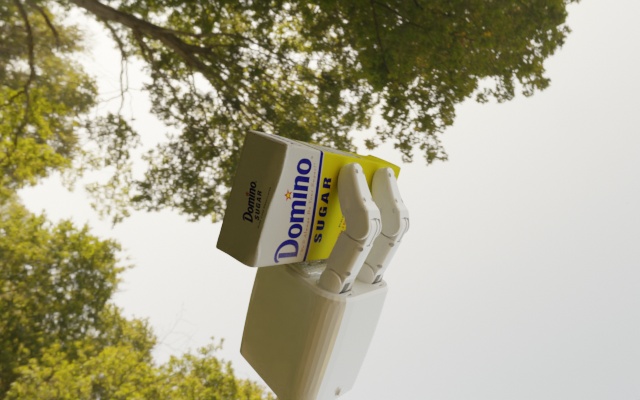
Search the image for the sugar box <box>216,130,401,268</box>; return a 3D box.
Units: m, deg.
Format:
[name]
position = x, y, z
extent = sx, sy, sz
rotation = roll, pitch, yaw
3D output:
[sugar box]
position = 0.001, 0.002, 0.402
extent = 0.048, 0.093, 0.176
rotation = 23, 12, 31
